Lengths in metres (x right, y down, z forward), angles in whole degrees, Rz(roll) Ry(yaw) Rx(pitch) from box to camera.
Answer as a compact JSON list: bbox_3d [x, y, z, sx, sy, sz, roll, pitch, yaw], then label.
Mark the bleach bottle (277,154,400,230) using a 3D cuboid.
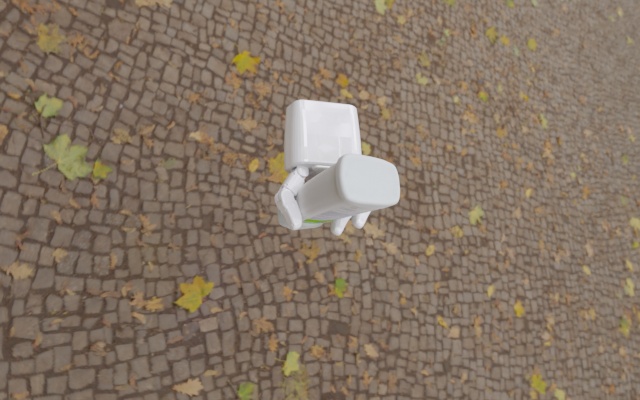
[{"bbox_3d":[0.000,0.002,0.713,0.102,0.068,0.251,7,-17,-33],"label":"bleach bottle"}]
